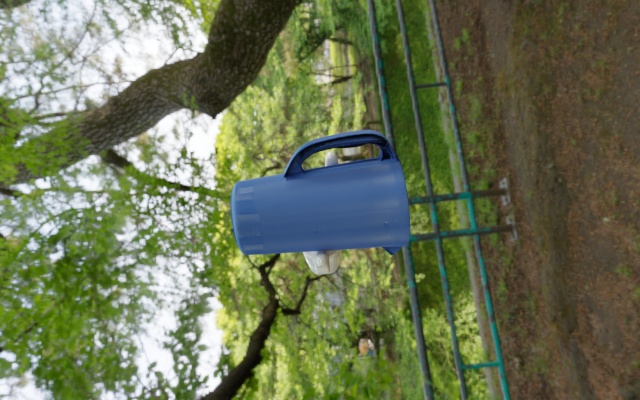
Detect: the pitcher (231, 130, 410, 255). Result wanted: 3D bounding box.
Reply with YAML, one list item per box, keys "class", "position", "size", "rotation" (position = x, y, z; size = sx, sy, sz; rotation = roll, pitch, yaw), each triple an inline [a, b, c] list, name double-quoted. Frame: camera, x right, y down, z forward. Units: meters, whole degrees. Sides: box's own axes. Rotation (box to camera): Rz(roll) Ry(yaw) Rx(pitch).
- class: "pitcher"
  position: [0.000, 0.002, 0.680]
  size: [0.243, 0.149, 0.145]
  rotation: [-6, -23, 1]
